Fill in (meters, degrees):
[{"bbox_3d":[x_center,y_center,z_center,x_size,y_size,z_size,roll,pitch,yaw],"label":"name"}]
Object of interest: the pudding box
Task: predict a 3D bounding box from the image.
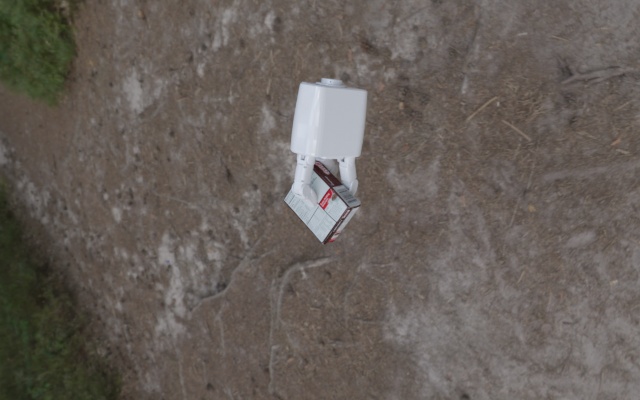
[{"bbox_3d":[0.000,0.003,0.800,0.039,0.090,0.113,-12,53,-51],"label":"pudding box"}]
